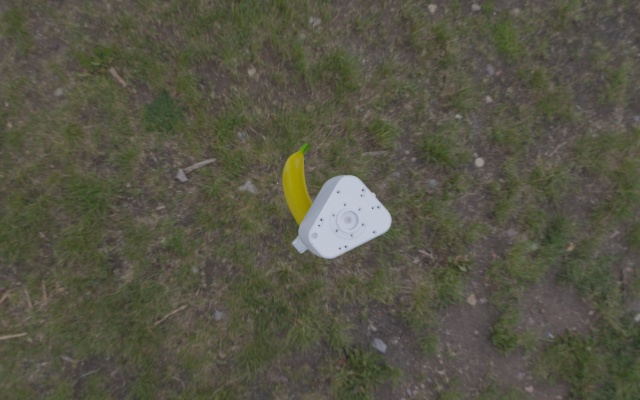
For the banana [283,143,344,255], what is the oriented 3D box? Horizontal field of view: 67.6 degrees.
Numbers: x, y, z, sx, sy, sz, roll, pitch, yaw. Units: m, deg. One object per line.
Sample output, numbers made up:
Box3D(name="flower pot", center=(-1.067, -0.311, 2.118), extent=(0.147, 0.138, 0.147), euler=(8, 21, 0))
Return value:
Box3D(name="banana", center=(-0.018, 0.005, 0.785), extent=(0.069, 0.198, 0.037), euler=(-18, -1, -12))
